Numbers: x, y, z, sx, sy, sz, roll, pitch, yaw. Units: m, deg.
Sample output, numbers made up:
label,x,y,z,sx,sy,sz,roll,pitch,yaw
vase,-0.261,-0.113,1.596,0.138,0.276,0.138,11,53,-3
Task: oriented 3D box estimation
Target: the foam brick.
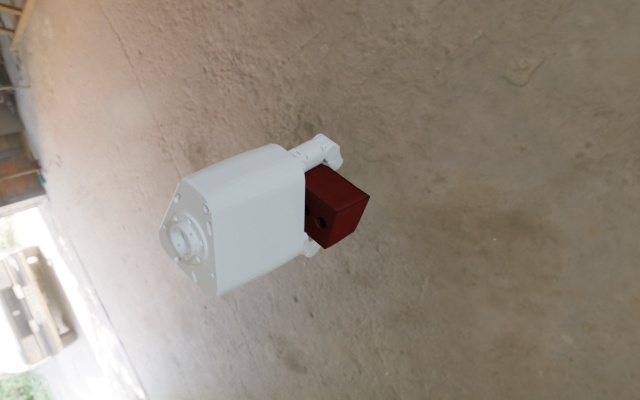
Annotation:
label,x,y,z,sx,sy,sz,roll,pitch,yaw
foam brick,0.000,0.002,0.492,0.078,0.053,0.051,37,41,24
